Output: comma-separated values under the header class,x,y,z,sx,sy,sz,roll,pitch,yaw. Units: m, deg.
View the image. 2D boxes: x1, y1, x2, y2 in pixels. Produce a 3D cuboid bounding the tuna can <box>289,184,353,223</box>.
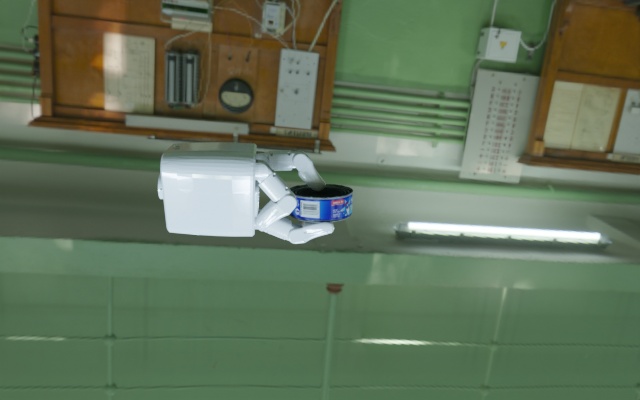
class,x,y,z,sx,sy,sz,roll,pitch,yaw
tuna can,0.000,0.003,0.633,0.086,0.034,0.086,0,14,0
